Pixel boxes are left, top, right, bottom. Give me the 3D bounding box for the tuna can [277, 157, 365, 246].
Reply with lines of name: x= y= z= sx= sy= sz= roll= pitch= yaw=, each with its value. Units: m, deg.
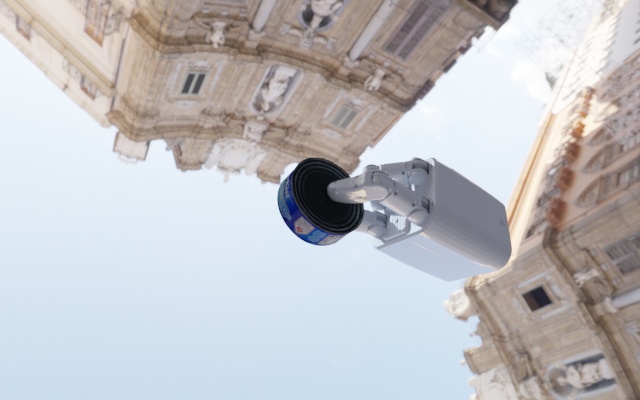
tuna can: x=0.000 y=0.002 z=0.479 sx=0.086 sy=0.086 sz=0.034 roll=0 pitch=-28 yaw=-38
